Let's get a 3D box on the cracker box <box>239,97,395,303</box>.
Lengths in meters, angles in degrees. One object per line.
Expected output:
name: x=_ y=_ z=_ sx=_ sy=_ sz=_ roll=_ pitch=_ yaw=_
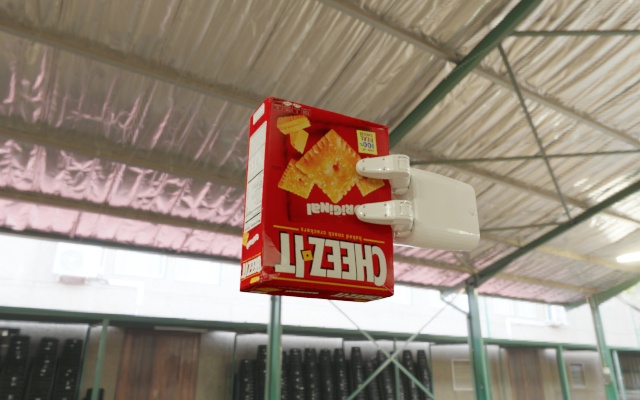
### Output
cracker box: x=0.000 y=0.002 z=0.552 sx=0.164 sy=0.213 sz=0.072 roll=10 pitch=-22 yaw=-26
